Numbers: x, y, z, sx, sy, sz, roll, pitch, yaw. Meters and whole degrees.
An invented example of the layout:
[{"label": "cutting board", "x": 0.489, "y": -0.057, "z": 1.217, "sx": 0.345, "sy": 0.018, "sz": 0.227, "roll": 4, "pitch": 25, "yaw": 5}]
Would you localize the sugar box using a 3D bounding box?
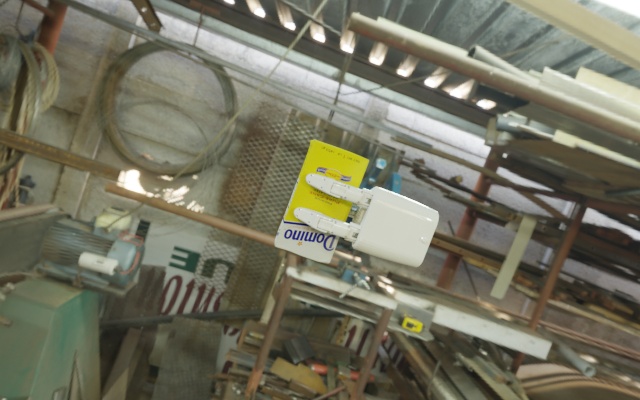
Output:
[{"label": "sugar box", "x": 0.000, "y": 0.002, "z": 0.744, "sx": 0.093, "sy": 0.176, "sz": 0.048, "roll": 19, "pitch": 5, "yaw": -7}]
